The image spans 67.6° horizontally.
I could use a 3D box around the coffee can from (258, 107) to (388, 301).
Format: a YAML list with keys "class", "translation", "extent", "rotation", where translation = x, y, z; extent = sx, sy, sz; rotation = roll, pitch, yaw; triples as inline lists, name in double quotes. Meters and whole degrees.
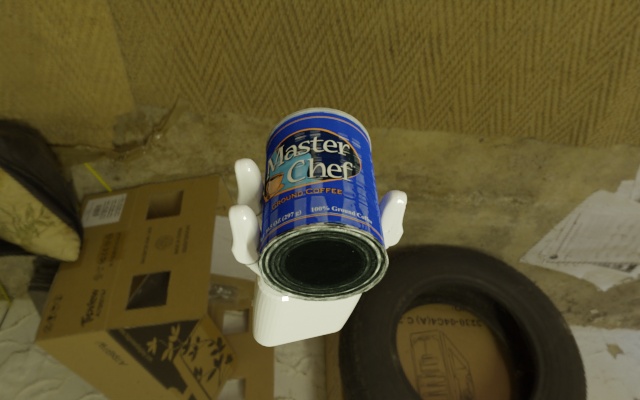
- class: "coffee can"
  translation: [0.000, 0.001, 0.420]
  extent: [0.103, 0.140, 0.103]
  rotation: [-1, -43, -1]
